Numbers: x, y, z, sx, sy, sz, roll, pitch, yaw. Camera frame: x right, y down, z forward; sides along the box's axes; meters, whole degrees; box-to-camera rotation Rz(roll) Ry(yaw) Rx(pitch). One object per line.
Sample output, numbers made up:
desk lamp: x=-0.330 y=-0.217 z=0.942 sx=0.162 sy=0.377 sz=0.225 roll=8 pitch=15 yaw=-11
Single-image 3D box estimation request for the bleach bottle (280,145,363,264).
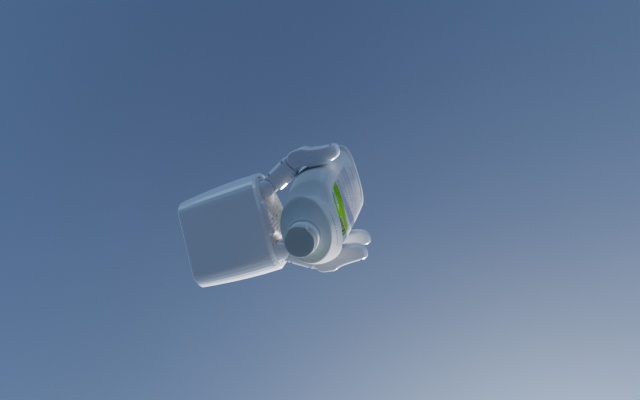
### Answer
bleach bottle: x=0.000 y=0.002 z=0.544 sx=0.068 sy=0.102 sz=0.250 roll=-17 pitch=9 yaw=14
